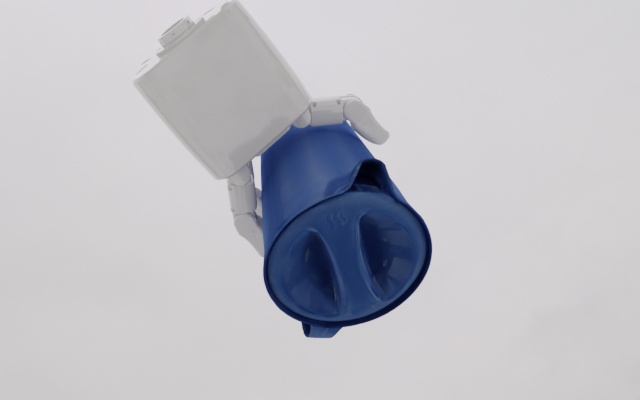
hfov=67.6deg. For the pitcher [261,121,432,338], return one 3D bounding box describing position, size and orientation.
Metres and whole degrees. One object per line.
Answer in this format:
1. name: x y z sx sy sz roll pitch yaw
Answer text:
1. pitcher: 0.000 0.001 0.468 0.149 0.145 0.242 -34 31 9
